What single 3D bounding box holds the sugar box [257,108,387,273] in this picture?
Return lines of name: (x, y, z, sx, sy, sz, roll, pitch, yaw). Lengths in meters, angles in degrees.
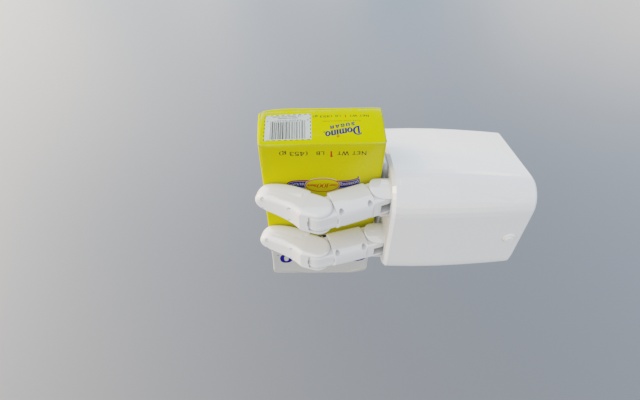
sugar box: (0.000, 0.002, 0.409, 0.093, 0.048, 0.176, -1, -41, 0)
